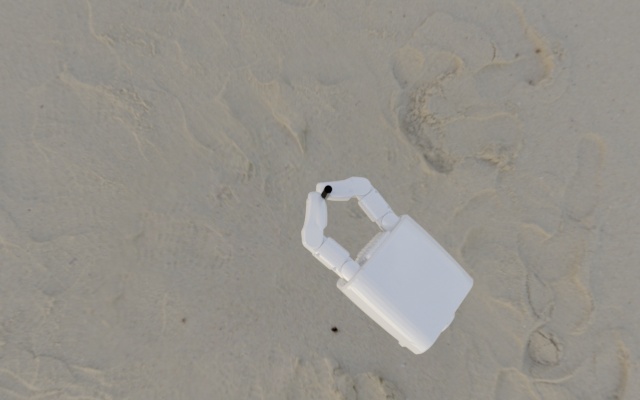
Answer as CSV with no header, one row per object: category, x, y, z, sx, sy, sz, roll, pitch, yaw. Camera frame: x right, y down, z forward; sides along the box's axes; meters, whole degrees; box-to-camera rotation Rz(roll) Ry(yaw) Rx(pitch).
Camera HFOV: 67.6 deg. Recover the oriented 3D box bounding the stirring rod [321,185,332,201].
stirring rod,0.000,0.002,0.570,0.011,0.011,0.239,0,-6,-3
